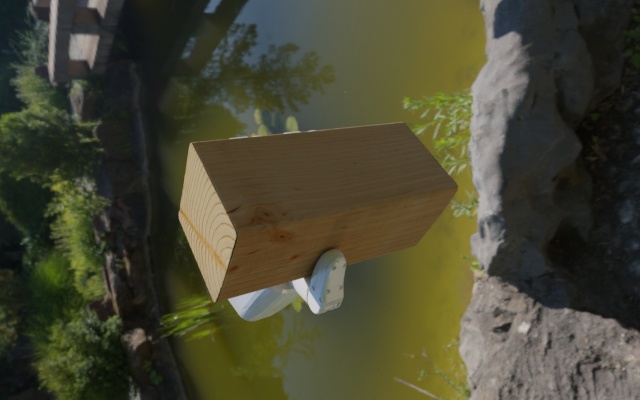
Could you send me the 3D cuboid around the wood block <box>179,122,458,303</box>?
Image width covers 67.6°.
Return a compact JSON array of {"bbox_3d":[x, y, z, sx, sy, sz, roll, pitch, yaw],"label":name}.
[{"bbox_3d":[0.000,0.002,0.403,0.206,0.090,0.090,-11,-35,-32],"label":"wood block"}]
